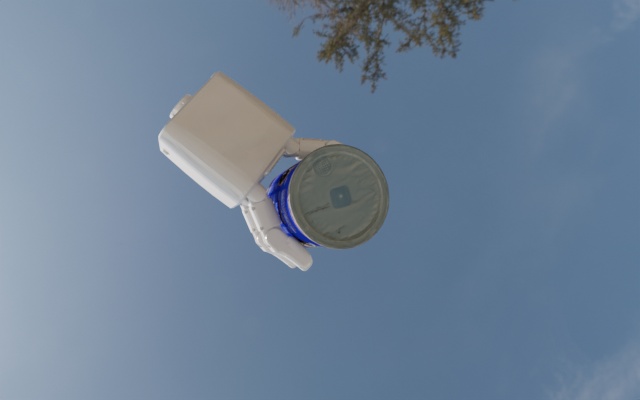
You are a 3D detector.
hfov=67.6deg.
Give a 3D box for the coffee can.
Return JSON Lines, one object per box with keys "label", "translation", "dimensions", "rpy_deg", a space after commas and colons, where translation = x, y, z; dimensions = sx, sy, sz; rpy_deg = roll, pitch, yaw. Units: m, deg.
{"label": "coffee can", "translation": [0.000, 0.002, 0.527], "dimensions": [0.103, 0.103, 0.140], "rpy_deg": [0, -5, -17]}
